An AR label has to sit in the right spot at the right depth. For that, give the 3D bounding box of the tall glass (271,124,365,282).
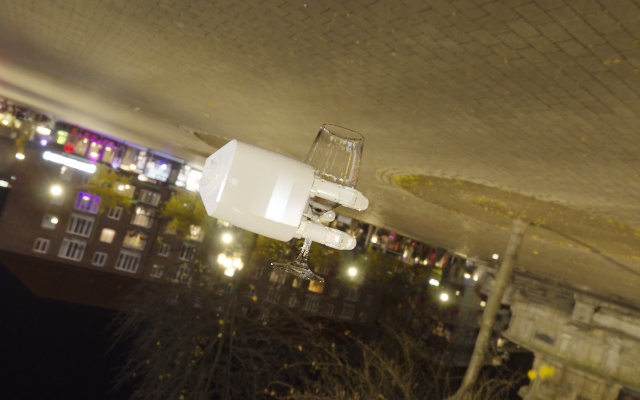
[{"bbox_3d":[0.000,0.003,0.641,0.079,0.201,0.079,18,-3,1],"label":"tall glass"}]
